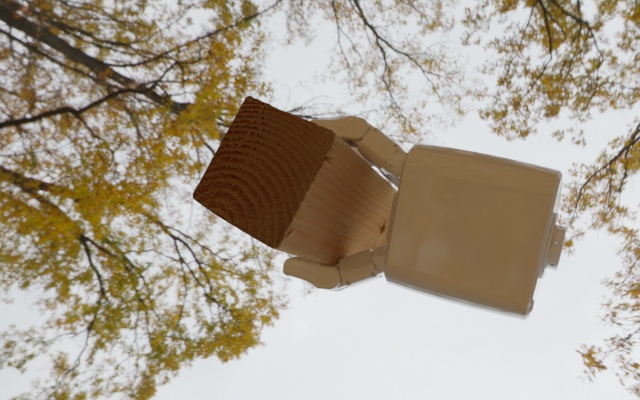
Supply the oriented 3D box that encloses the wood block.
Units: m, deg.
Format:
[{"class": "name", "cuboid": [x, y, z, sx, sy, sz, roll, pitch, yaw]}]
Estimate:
[{"class": "wood block", "cuboid": [0.000, 0.002, 0.425, 0.090, 0.091, 0.206, 28, -1, 29]}]
